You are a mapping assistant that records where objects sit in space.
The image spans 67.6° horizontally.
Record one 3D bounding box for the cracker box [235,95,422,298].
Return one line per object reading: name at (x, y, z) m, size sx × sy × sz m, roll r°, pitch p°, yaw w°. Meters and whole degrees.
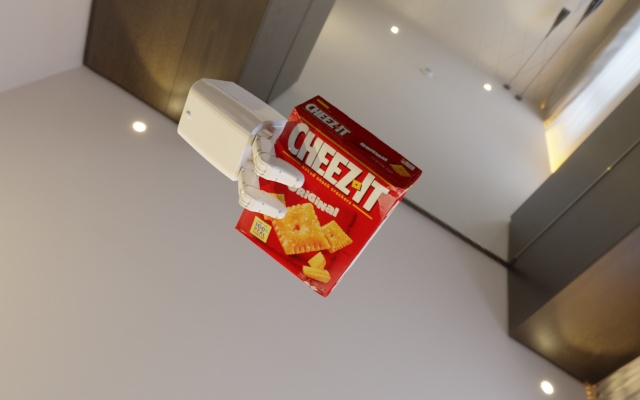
cracker box at (0.000, 0.002, 0.619) m, size 0.164 × 0.214 × 0.072 m, roll 37°, pitch 36°, yaw 8°
